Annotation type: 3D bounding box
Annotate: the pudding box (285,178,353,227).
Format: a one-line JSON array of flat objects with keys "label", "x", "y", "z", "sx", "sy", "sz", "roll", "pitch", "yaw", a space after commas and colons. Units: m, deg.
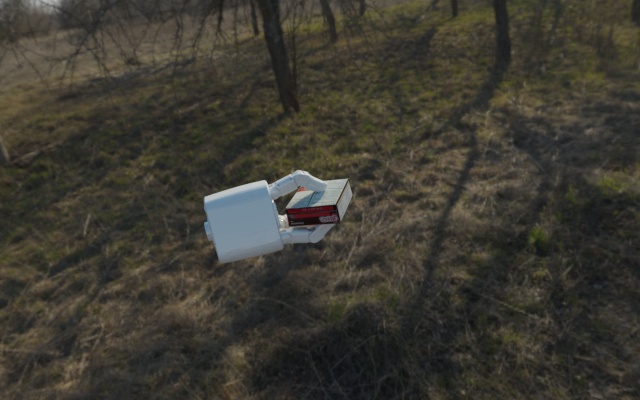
[{"label": "pudding box", "x": 0.000, "y": 0.002, "z": 0.807, "sx": 0.090, "sy": 0.039, "sz": 0.113, "roll": -4, "pitch": 26, "yaw": 17}]
